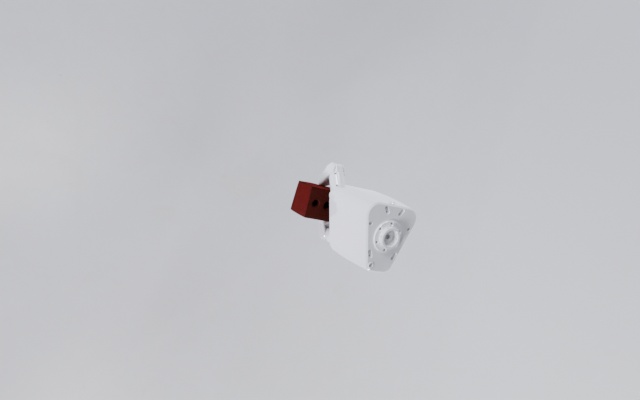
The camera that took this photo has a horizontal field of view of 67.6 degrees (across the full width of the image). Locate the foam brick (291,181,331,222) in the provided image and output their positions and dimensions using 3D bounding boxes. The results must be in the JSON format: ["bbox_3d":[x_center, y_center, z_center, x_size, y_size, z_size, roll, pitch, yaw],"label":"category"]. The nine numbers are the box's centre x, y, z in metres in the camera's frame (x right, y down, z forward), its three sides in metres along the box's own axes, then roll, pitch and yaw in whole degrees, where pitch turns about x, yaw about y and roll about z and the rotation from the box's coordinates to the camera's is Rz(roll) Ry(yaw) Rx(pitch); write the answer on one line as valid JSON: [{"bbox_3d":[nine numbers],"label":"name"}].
[{"bbox_3d":[0.000,0.003,0.798,0.078,0.053,0.051,10,10,-30],"label":"foam brick"}]
